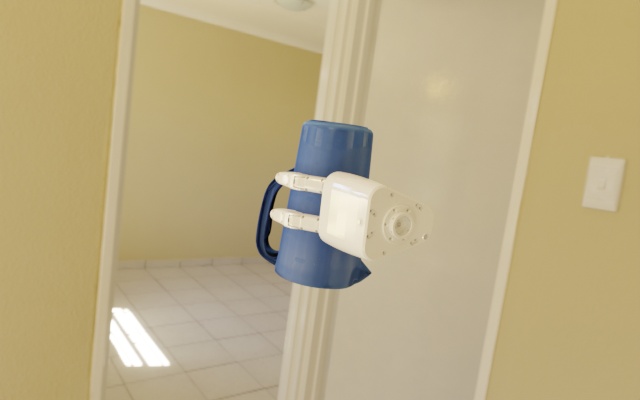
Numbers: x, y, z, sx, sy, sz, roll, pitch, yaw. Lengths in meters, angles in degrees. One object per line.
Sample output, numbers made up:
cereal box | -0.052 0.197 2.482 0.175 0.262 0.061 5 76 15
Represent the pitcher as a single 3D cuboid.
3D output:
pitcher | 0.000 0.002 0.732 0.149 0.243 0.145 4 8 -30
